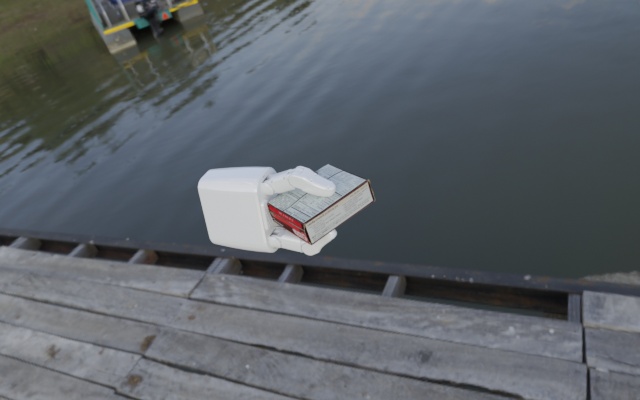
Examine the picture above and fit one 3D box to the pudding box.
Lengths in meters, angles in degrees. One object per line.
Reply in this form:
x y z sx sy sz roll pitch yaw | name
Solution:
0.000 0.002 0.628 0.113 0.039 0.090 -35 36 -22 | pudding box
